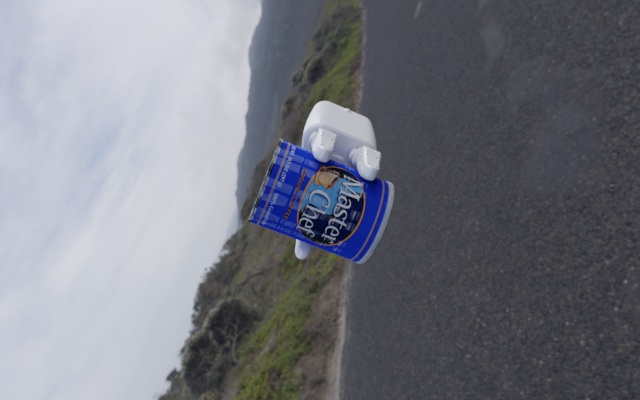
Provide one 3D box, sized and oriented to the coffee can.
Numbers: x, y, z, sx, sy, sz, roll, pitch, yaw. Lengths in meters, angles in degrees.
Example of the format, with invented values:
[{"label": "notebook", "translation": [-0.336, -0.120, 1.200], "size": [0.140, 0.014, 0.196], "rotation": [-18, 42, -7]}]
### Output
[{"label": "coffee can", "translation": [0.000, 0.002, 0.553], "size": [0.140, 0.103, 0.103], "rotation": [21, -3, -8]}]
